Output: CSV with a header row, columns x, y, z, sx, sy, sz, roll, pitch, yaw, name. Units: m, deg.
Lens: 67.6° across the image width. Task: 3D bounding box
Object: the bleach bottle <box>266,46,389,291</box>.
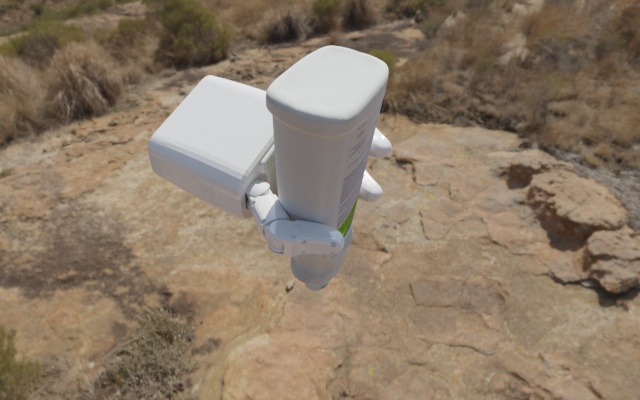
x,y,z,sx,sy,sz,roll,pitch,yaw,name
0.000,0.001,0.423,0.068,0.251,0.102,23,47,17,bleach bottle
